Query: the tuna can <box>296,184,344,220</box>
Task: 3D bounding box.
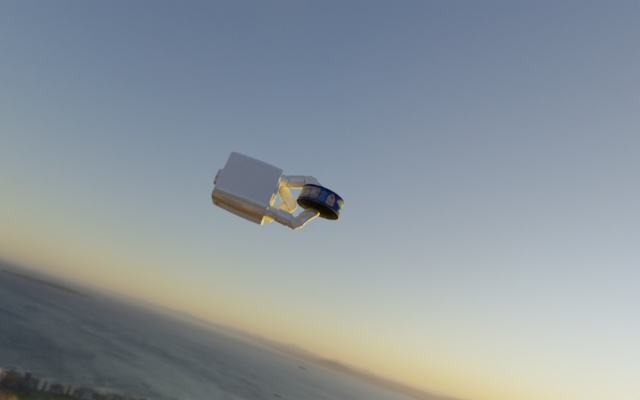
[{"bbox_3d":[0.000,0.002,0.899,0.086,0.033,0.086,21,-17,7],"label":"tuna can"}]
